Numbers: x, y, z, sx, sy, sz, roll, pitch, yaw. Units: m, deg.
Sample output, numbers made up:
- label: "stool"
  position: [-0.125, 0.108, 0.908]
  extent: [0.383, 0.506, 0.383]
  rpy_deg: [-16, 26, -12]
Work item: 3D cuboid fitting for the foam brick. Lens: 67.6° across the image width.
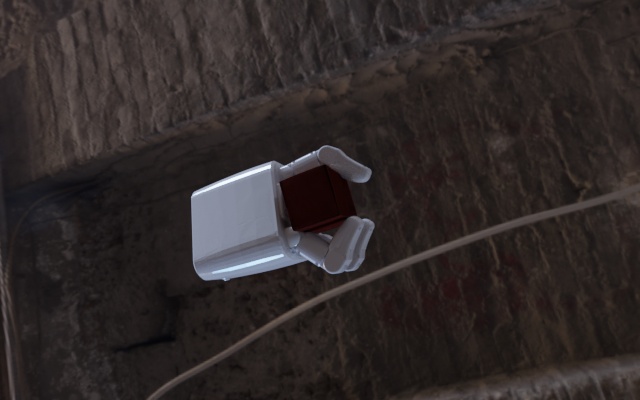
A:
- label: "foam brick"
  position: [0.000, 0.001, 0.487]
  extent: [0.051, 0.053, 0.078]
  rpy_deg: [-19, -12, 15]
